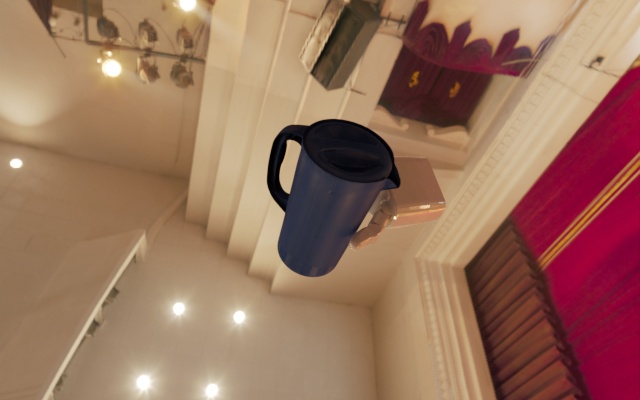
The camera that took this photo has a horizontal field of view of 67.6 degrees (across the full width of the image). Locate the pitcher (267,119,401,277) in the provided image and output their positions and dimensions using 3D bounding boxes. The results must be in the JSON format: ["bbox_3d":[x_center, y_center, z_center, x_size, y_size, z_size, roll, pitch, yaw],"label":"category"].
[{"bbox_3d":[0.000,0.002,0.728,0.145,0.149,0.243,-8,-40,-28],"label":"pitcher"}]
